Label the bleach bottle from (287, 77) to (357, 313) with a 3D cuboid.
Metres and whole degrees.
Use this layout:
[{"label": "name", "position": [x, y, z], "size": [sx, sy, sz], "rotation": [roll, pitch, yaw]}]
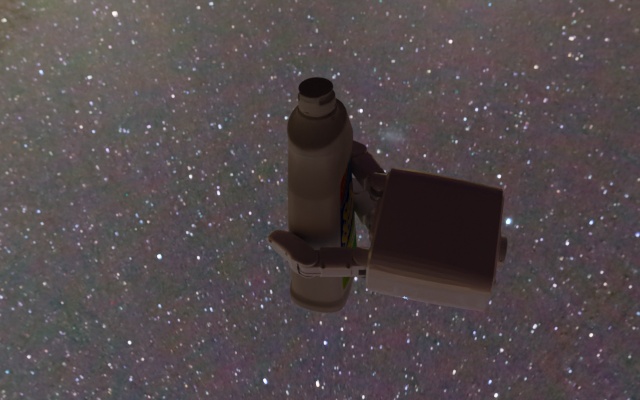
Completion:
[{"label": "bleach bottle", "position": [0.000, 0.001, 0.464], "size": [0.068, 0.102, 0.251], "rotation": [10, -41, 13]}]
